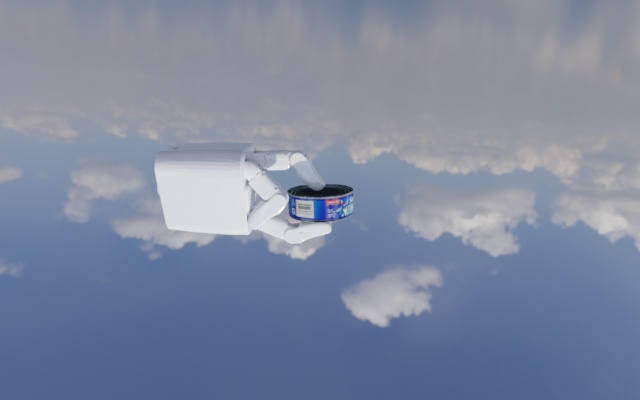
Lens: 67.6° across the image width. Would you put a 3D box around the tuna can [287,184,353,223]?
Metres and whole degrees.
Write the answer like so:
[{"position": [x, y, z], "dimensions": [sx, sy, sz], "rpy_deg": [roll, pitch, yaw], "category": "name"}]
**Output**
[{"position": [0.000, 0.003, 0.623], "dimensions": [0.086, 0.034, 0.086], "rpy_deg": [-1, 13, 0], "category": "tuna can"}]
